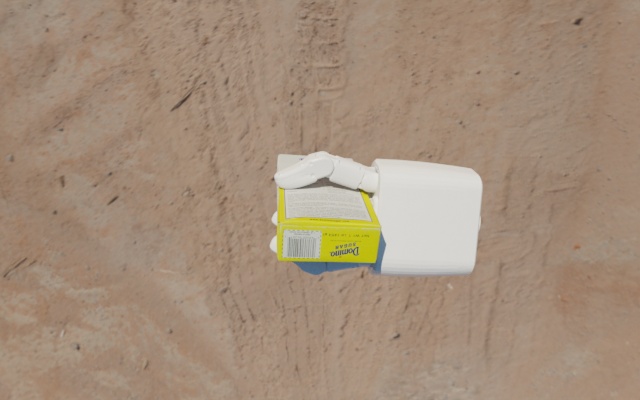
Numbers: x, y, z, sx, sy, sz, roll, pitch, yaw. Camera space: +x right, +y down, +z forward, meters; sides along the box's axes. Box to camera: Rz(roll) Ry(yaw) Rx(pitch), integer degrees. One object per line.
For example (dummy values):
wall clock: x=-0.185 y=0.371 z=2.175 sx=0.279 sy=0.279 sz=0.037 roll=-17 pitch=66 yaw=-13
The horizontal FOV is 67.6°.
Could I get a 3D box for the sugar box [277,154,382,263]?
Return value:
sugar box: x=0.000 y=0.002 z=0.501 sx=0.093 sy=0.048 sz=0.176 roll=3 pitch=22 yaw=-6
